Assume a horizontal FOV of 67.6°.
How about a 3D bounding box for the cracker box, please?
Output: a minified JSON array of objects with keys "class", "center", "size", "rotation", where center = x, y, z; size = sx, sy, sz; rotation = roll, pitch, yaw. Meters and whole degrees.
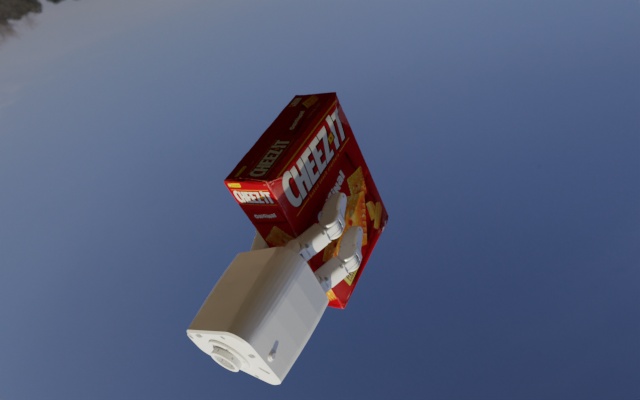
[{"class":"cracker box","center":[0.000,0.002,0.588],"size":[0.072,0.214,0.164],"rotation":[3,45,35]}]
